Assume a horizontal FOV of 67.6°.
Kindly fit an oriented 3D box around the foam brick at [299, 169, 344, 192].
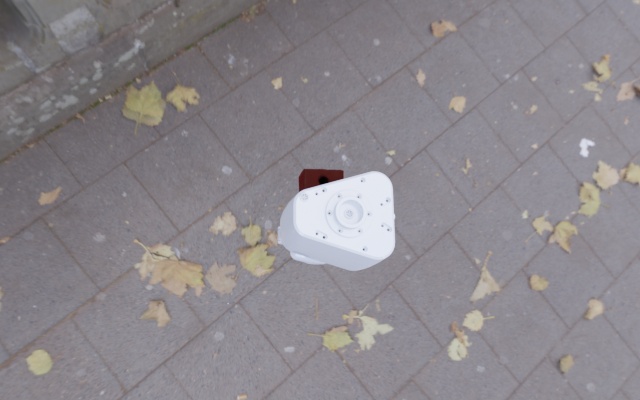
[{"bbox_3d":[0.000,0.002,0.612,0.053,0.078,0.051,1,-12,-9],"label":"foam brick"}]
